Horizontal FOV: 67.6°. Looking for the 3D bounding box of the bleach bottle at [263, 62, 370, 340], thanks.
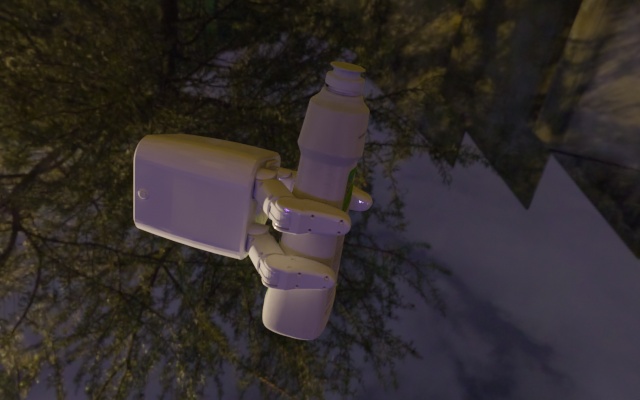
[{"bbox_3d":[0.000,0.002,0.436,0.068,0.251,0.102,14,27,4],"label":"bleach bottle"}]
